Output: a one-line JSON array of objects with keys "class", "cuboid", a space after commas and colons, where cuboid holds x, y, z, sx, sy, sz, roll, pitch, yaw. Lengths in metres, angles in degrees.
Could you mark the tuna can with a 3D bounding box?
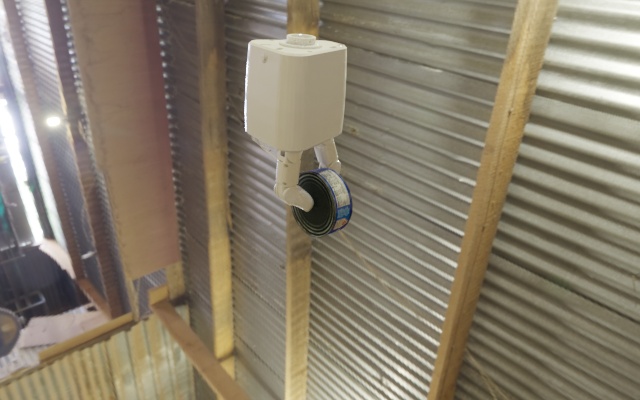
[{"class": "tuna can", "cuboid": [0.001, 0.002, 0.609, 0.033, 0.086, 0.086, -16, 11, -40]}]
